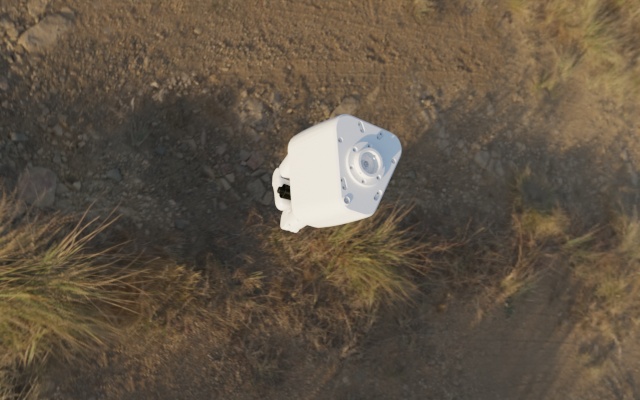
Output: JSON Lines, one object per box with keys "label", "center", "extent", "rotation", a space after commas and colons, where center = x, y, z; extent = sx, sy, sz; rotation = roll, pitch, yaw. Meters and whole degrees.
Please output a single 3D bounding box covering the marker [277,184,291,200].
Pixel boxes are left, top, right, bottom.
{"label": "marker", "center": [0.000, 0.002, 0.610], "extent": [0.121, 0.020, 0.020], "rotation": [17, -8, -27]}
